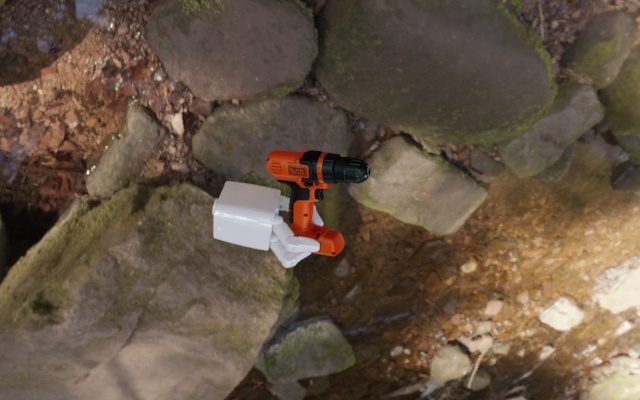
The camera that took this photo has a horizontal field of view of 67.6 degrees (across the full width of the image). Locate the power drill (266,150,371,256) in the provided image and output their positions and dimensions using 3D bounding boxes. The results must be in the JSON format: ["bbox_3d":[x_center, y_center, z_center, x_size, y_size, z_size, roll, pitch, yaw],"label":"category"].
[{"bbox_3d":[0.000,0.003,0.836,0.184,0.188,0.057,9,29,23],"label":"power drill"}]
